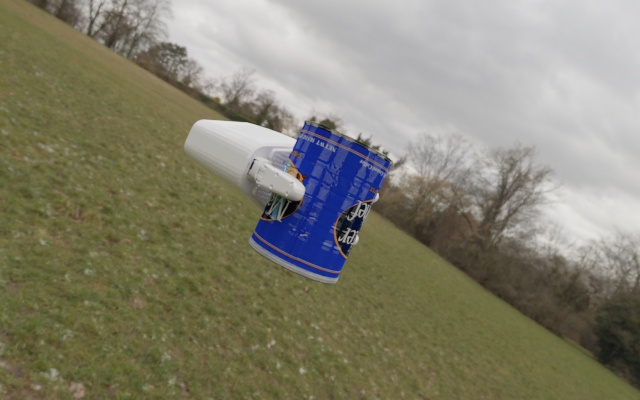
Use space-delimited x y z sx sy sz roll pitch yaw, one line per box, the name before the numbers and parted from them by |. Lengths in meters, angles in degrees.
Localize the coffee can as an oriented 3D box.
coffee can | 0.000 0.002 0.501 0.103 0.140 0.103 25 3 -1
